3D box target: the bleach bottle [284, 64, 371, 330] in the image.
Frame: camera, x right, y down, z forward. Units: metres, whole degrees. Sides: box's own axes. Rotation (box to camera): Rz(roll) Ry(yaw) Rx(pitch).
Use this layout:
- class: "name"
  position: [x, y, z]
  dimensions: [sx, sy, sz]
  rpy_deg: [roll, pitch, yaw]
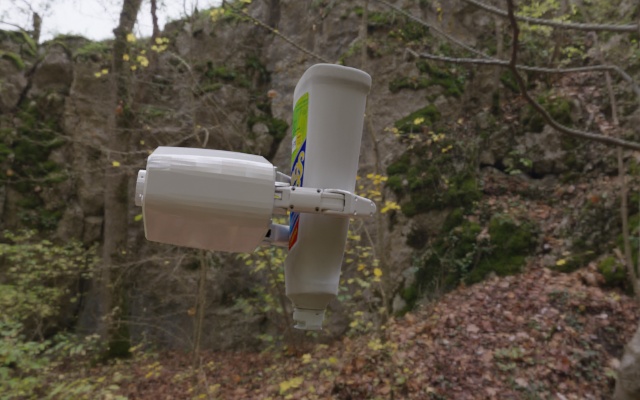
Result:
- class: "bleach bottle"
  position: [0.000, 0.002, 0.480]
  dimensions: [0.068, 0.251, 0.102]
  rpy_deg: [7, -8, -16]
